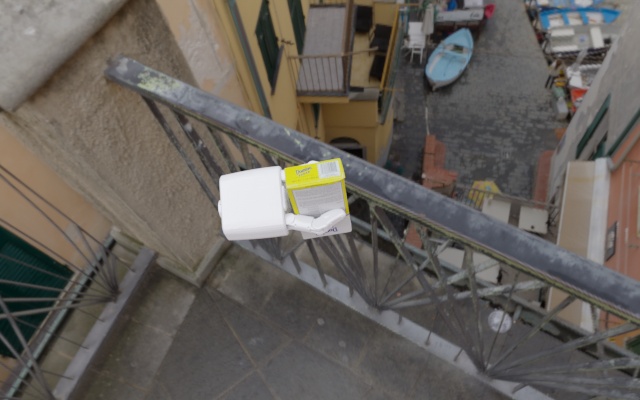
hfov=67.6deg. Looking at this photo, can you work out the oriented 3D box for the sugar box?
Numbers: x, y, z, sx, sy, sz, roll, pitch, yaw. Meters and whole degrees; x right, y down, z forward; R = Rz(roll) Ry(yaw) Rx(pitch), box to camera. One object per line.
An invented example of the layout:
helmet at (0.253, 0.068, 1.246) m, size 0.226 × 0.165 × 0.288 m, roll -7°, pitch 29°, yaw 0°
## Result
sugar box at (0.000, 0.002, 0.812) m, size 0.093 × 0.048 × 0.176 m, roll -9°, pitch -30°, yaw 2°
